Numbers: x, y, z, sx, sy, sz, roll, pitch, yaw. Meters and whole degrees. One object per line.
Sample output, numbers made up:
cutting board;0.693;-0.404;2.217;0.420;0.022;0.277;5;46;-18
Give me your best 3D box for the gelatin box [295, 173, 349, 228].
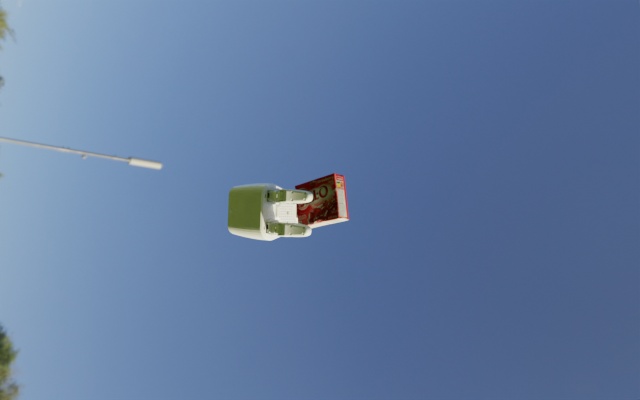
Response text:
gelatin box;0.001;0.003;0.770;0.089;0.073;0.030;-15;-16;38
